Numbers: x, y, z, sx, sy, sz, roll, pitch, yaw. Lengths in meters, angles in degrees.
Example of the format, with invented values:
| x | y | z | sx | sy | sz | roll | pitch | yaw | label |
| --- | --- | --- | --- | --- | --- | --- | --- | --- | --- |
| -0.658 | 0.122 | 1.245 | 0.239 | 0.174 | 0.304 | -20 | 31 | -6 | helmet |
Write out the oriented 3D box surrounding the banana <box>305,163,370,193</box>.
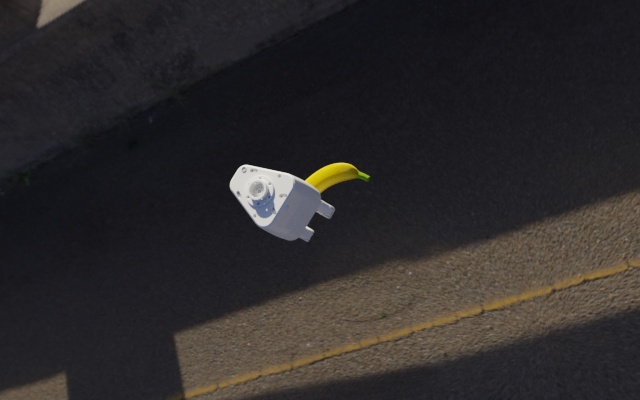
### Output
| x | y | z | sx | sy | sz | roll | pitch | yaw | label |
| --- | --- | --- | --- | --- | --- | --- | --- | --- | --- |
| -0.007 | -0.014 | 0.901 | 0.198 | 0.069 | 0.037 | -35 | -19 | 8 | banana |
